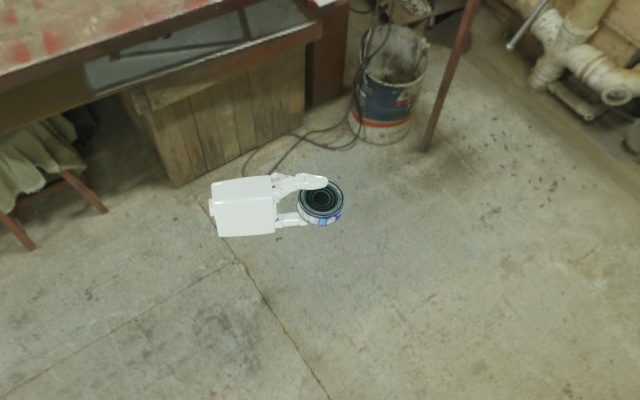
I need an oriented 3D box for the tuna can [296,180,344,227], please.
[{"bbox_3d":[0.000,0.003,0.868,0.086,0.086,0.034,0,-33,-8],"label":"tuna can"}]
